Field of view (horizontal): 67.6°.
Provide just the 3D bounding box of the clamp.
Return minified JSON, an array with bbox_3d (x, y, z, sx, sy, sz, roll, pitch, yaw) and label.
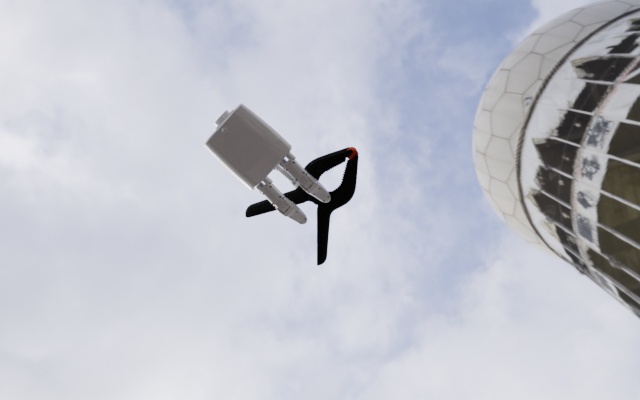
[{"bbox_3d":[0.000,0.002,0.806,0.164,0.210,0.036,42,12,-16],"label":"clamp"}]
